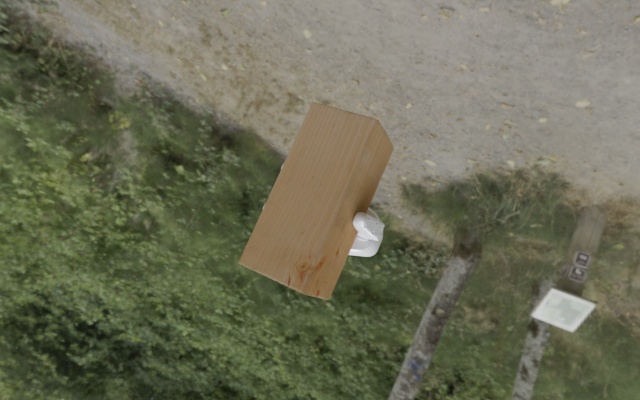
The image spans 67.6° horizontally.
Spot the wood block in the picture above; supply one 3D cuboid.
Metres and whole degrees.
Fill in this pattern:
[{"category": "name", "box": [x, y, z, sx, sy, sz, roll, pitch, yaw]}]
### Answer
[{"category": "wood block", "box": [0.000, 0.002, 0.567, 0.091, 0.206, 0.090, 20, -8, 25]}]
